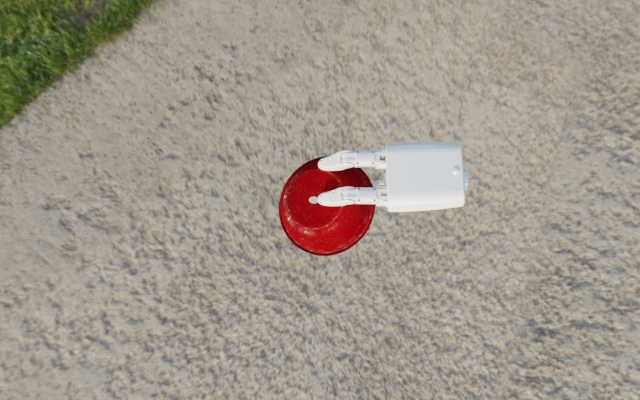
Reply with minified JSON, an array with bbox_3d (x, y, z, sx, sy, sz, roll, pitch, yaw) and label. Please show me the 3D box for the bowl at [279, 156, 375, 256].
[{"bbox_3d":[-0.001,0.003,0.733,0.162,0.162,0.055,0,-11,19],"label":"bowl"}]
